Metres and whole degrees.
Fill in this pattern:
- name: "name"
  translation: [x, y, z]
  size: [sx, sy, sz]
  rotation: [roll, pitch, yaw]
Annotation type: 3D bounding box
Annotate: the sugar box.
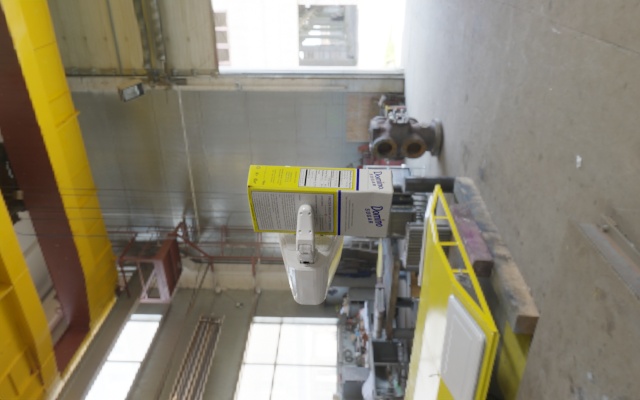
- name: "sugar box"
  translation: [0.000, 0.002, 0.607]
  size: [0.176, 0.048, 0.093]
  rotation: [1, -40, 1]
